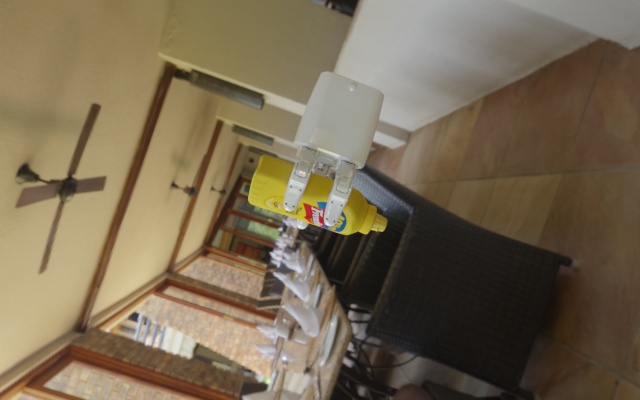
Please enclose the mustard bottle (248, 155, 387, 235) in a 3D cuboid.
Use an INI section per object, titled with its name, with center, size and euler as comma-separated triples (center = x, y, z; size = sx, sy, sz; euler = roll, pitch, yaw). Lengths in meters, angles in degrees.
[mustard bottle]
center = 0.000, 0.002, 0.656
size = 0.191, 0.058, 0.096
euler = 19, -29, -4
